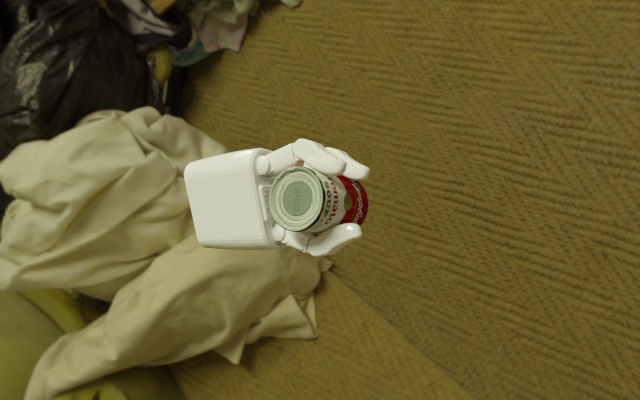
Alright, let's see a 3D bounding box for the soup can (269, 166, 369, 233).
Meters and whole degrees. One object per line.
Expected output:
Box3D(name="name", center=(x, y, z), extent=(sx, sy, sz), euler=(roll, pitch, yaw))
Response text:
Box3D(name="soup can", center=(0.000, 0.002, 0.514), extent=(0.068, 0.068, 0.102), euler=(0, -4, 31))
